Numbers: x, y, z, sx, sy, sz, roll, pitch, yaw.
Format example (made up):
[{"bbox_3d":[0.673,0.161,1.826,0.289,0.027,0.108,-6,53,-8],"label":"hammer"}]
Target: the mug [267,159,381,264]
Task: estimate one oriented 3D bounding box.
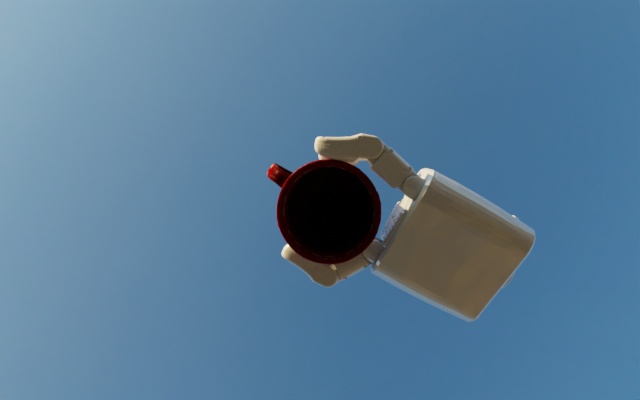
[{"bbox_3d":[-0.001,0.001,0.459,0.117,0.093,0.081,31,6,2],"label":"mug"}]
